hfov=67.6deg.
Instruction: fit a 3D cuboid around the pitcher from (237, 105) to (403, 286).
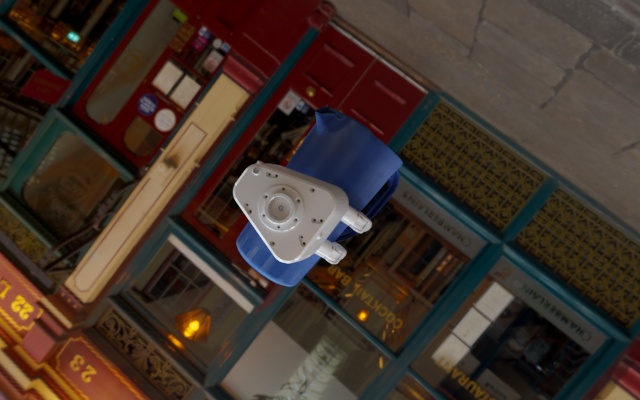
[{"bbox_3d":[0.000,0.002,0.679,0.149,0.243,0.145,38,5,5],"label":"pitcher"}]
